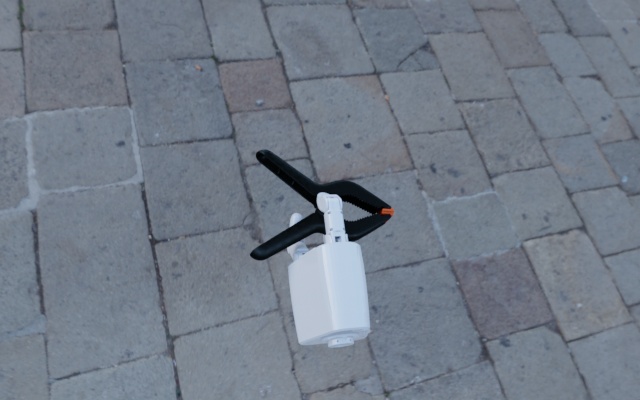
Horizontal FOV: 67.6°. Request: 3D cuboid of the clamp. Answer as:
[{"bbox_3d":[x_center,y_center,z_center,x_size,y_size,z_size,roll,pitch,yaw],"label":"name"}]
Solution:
[{"bbox_3d":[0.001,0.002,0.679,0.210,0.164,0.036,0,-24,-16],"label":"clamp"}]
